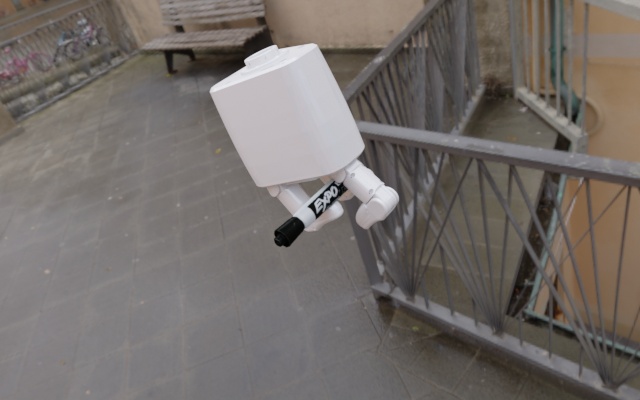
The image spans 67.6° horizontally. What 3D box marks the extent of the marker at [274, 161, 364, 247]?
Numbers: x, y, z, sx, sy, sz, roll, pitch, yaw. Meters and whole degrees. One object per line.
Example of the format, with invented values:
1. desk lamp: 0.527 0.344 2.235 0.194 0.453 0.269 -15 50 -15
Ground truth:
1. marker: 0.000 0.001 0.438 0.020 0.020 0.121 0 35 48
